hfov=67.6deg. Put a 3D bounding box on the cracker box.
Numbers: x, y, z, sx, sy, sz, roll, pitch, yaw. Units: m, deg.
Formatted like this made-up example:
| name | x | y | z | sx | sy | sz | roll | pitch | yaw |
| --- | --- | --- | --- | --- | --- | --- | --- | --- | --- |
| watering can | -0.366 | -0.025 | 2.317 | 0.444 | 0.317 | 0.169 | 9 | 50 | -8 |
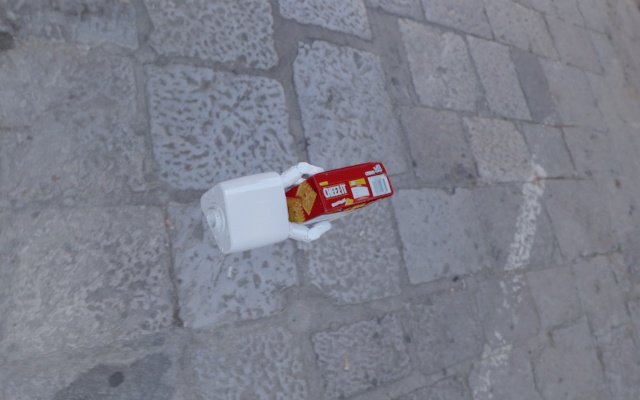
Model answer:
| name | x | y | z | sx | sy | sz | roll | pitch | yaw |
| --- | --- | --- | --- | --- | --- | --- | --- | --- | --- |
| cracker box | 0.000 | 0.003 | 0.874 | 0.164 | 0.072 | 0.214 | -14 | -8 | -38 |
